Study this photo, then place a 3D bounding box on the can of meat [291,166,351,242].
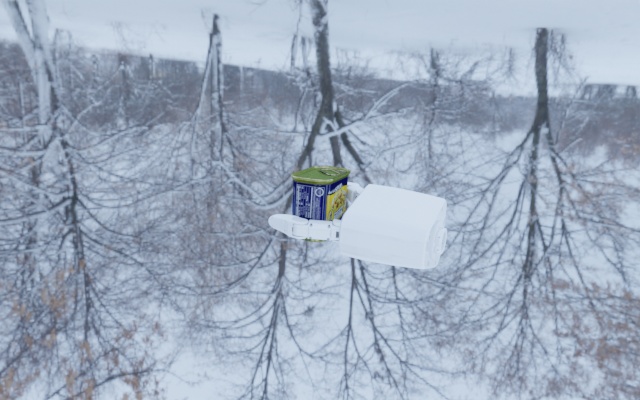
[{"bbox_3d":[0.000,0.002,0.648,0.057,0.084,0.102,9,15,21],"label":"can of meat"}]
